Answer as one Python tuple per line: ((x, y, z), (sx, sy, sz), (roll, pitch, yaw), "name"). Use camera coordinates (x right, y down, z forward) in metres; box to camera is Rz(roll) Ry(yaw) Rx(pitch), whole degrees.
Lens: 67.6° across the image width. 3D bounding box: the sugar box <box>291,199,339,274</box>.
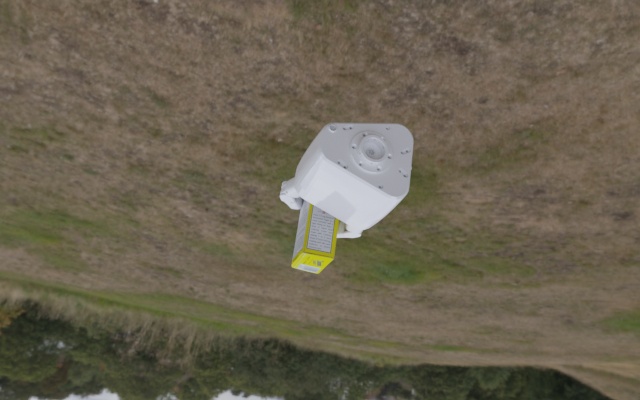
((0.001, 0.002, 0.647), (0.048, 0.176, 0.093), (14, -22, -9), "sugar box")
